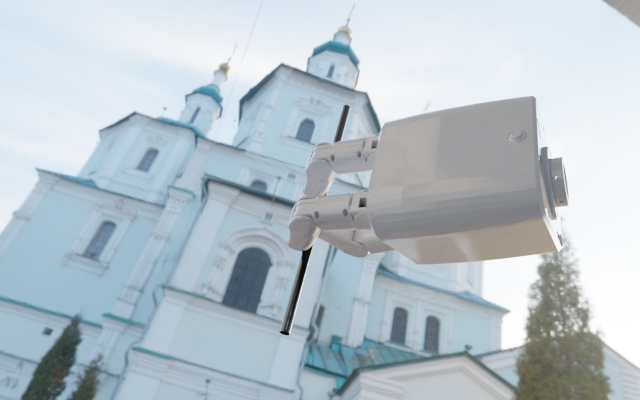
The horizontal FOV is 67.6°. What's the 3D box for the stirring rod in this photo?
[{"bbox_3d":[0.000,0.001,0.416,0.011,0.239,0.011,10,-35,7],"label":"stirring rod"}]
